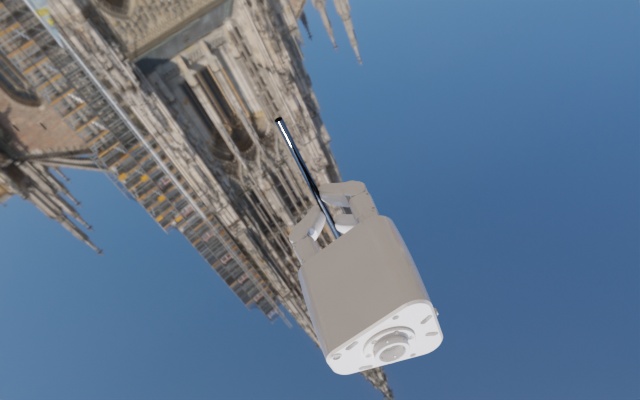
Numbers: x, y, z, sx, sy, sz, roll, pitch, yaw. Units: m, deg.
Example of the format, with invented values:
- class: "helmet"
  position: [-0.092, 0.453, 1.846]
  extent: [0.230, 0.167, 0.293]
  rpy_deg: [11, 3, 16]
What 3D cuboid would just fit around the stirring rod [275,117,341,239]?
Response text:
- class: "stirring rod"
  position: [0.000, 0.002, 0.538]
  extent: [0.011, 0.011, 0.240]
  rpy_deg: [0, -41, 26]
